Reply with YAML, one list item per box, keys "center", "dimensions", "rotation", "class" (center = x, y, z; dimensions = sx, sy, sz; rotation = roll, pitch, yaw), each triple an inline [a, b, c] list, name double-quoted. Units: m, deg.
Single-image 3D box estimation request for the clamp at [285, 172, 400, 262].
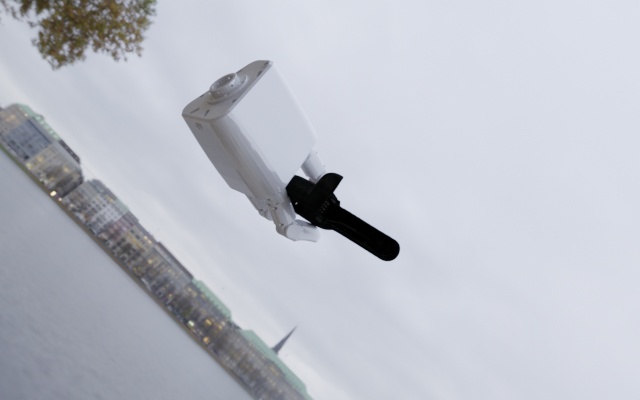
- center: [0.000, 0.001, 0.512]
  dimensions: [0.039, 0.120, 0.171]
  rotation: [-47, 38, -20]
  class: "clamp"
